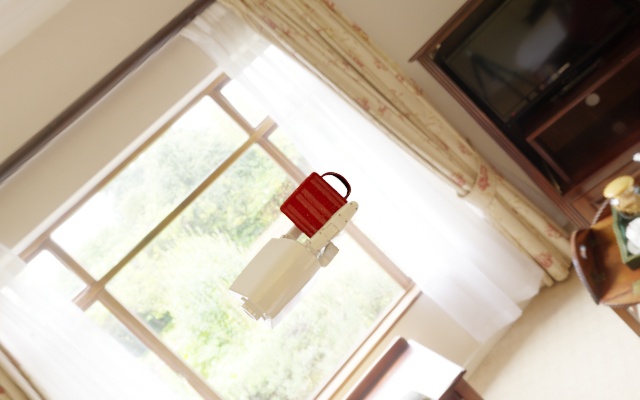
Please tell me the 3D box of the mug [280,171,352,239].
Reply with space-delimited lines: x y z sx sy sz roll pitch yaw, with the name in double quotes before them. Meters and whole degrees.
"mug" 0.001 0.001 0.726 0.081 0.117 0.093 43 -22 -4
